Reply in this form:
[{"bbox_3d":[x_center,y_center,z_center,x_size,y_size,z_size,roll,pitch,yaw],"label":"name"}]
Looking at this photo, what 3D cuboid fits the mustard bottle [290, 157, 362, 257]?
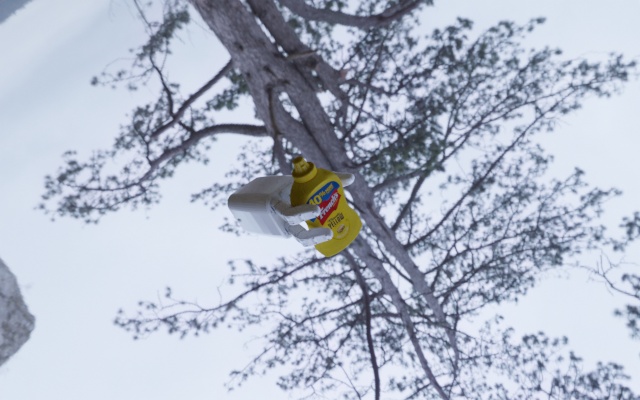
[{"bbox_3d":[0.000,0.003,0.821,0.096,0.192,0.058,-40,36,-15],"label":"mustard bottle"}]
